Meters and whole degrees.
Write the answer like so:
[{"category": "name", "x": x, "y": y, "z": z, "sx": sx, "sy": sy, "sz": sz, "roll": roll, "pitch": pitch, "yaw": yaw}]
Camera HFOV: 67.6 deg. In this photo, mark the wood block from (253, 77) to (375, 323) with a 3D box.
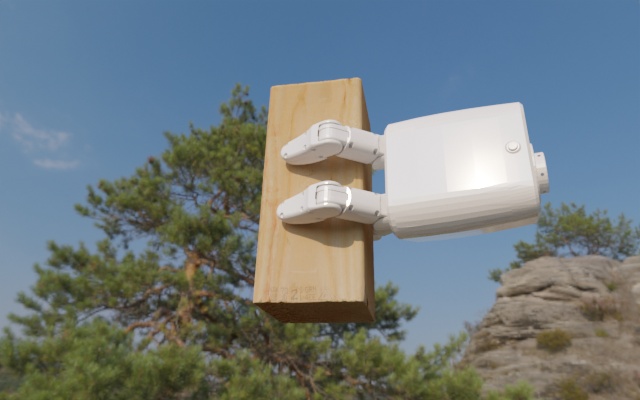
[{"category": "wood block", "x": 0.001, "y": 0.001, "z": 0.441, "sx": 0.090, "sy": 0.206, "sz": 0.091, "roll": -3, "pitch": -25, "yaw": 11}]
